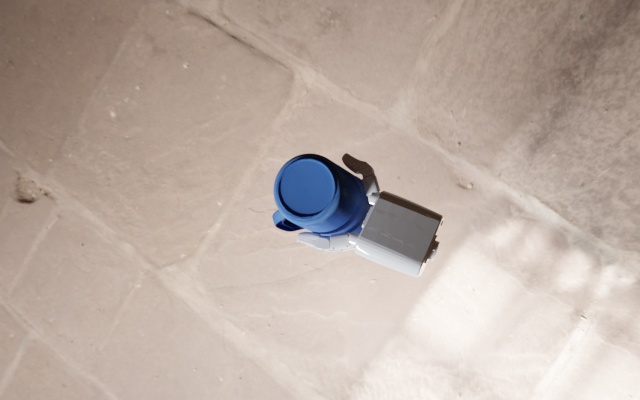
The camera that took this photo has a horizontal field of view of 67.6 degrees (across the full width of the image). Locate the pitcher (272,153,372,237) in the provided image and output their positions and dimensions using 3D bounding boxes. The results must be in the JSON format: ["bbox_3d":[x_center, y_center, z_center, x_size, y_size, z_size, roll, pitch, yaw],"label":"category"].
[{"bbox_3d":[0.000,0.003,0.807,0.145,0.149,0.243,24,-1,17],"label":"pitcher"}]
